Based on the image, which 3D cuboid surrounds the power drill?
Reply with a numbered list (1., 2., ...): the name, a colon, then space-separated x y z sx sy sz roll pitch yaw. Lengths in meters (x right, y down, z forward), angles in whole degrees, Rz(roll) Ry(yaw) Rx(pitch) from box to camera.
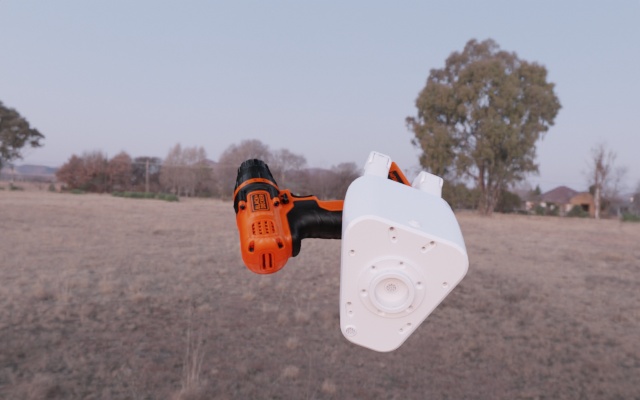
1. power drill: 0.001 0.002 0.521 0.187 0.057 0.184 -7 35 -8
